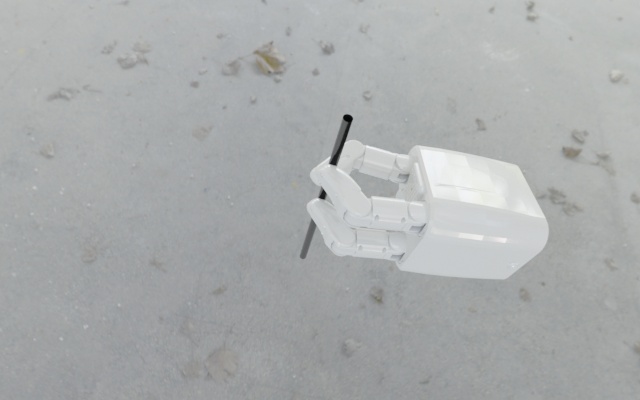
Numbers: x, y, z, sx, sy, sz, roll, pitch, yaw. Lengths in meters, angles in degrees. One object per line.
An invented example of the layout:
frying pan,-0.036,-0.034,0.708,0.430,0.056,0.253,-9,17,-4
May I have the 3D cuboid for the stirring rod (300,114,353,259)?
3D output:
stirring rod,0.000,0.002,0.460,0.011,0.011,0.240,0,-32,-12
